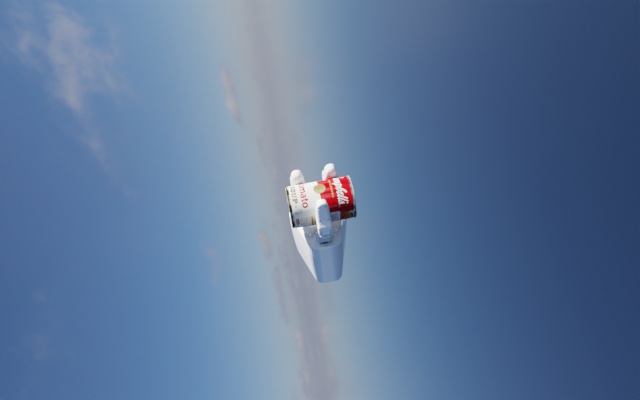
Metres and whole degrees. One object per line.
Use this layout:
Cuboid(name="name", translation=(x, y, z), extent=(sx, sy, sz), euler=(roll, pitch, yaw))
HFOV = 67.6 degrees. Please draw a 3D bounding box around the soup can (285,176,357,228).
Cuboid(name="soup can", translation=(0.000, 0.002, 0.754), extent=(0.102, 0.068, 0.068), euler=(-10, 1, -4))
